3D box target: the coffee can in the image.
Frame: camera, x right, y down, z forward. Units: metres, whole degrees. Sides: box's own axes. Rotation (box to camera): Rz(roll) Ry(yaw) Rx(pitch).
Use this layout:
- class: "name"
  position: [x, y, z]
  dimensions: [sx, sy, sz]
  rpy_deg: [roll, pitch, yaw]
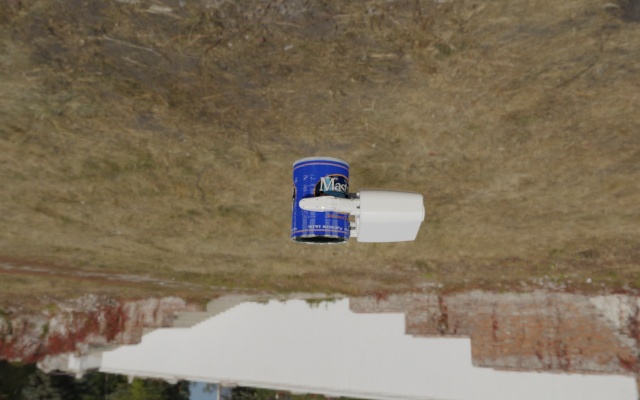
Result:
- class: "coffee can"
  position: [0.000, 0.003, 0.852]
  dimensions: [0.103, 0.140, 0.103]
  rpy_deg: [1, -12, 0]
